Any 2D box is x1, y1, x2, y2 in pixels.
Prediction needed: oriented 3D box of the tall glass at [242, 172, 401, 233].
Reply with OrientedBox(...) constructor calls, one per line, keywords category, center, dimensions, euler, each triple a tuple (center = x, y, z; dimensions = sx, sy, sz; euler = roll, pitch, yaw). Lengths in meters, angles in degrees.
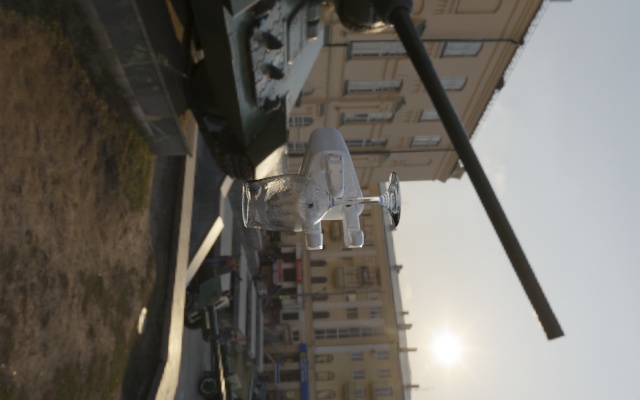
OrientedBox(category="tall glass", center=(0.001, 0.002, 0.633), dimensions=(0.201, 0.079, 0.079), euler=(-2, 0, -3))
